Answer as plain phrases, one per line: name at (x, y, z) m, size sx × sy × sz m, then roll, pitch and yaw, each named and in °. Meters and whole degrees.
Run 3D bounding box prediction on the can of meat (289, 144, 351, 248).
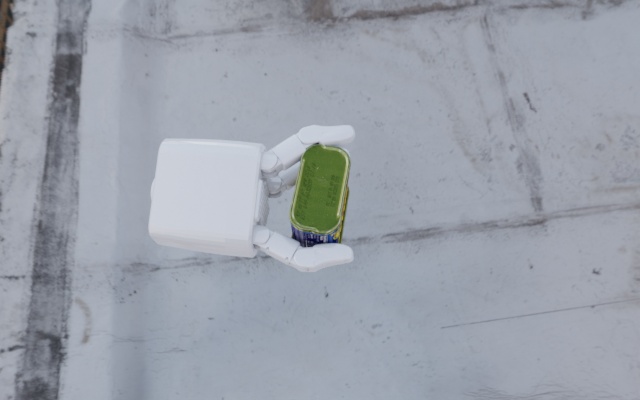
can of meat at (0.000, 0.002, 0.511) m, size 0.057 × 0.102 × 0.084 m, roll 9°, pitch -22°, yaw 4°
